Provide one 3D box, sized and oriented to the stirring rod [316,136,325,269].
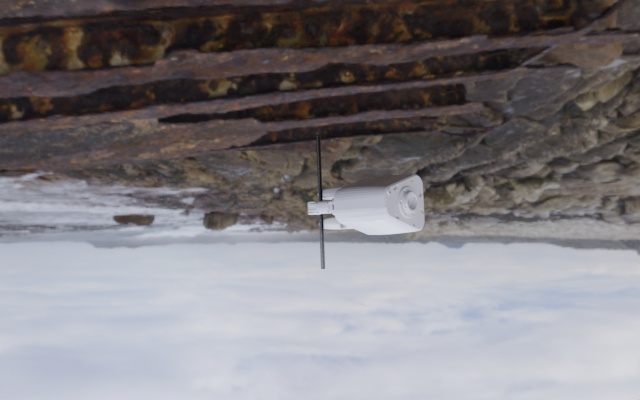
[{"bbox_3d":[0.000,0.003,0.864,0.011,0.239,0.011,-2,-3,0],"label":"stirring rod"}]
